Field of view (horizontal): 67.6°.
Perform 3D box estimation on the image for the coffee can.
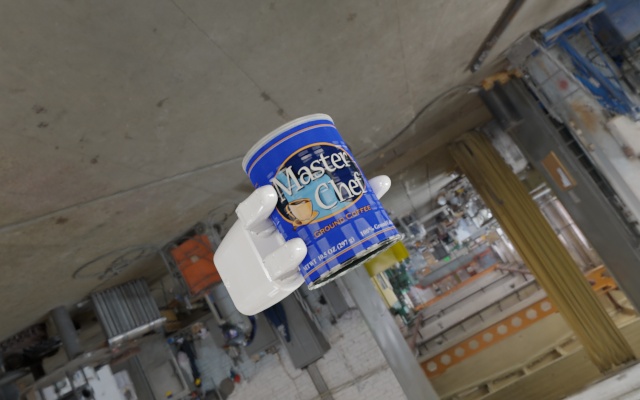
[{"bbox_3d":[0.000,0.001,0.470,0.103,0.140,0.103,-28,-12,-7],"label":"coffee can"}]
